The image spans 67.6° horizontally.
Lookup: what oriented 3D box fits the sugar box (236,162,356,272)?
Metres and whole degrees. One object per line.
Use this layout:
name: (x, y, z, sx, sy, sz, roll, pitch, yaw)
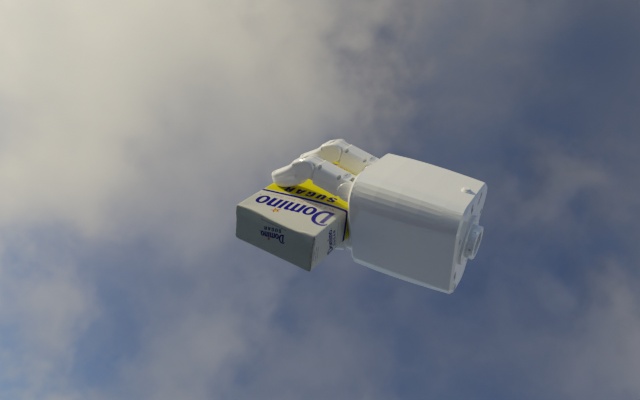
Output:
sugar box: (0.000, 0.001, 0.517, 0.093, 0.048, 0.176, 21, 31, 24)
